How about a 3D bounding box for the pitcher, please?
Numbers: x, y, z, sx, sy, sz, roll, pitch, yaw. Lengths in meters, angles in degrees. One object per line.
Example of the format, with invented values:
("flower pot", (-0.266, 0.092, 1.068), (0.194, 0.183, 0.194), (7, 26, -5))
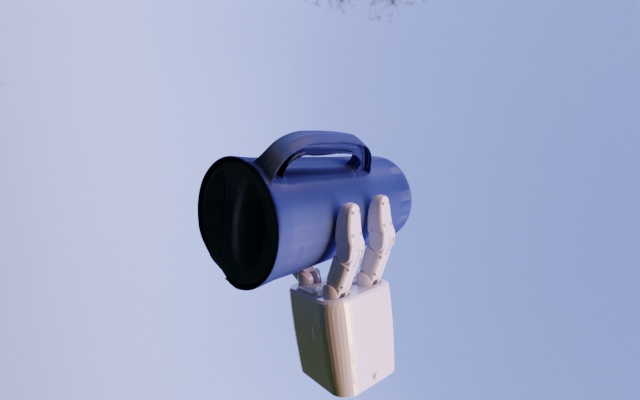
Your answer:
("pitcher", (0.000, 0.002, 0.540), (0.149, 0.145, 0.243), (-5, 4, 45))
